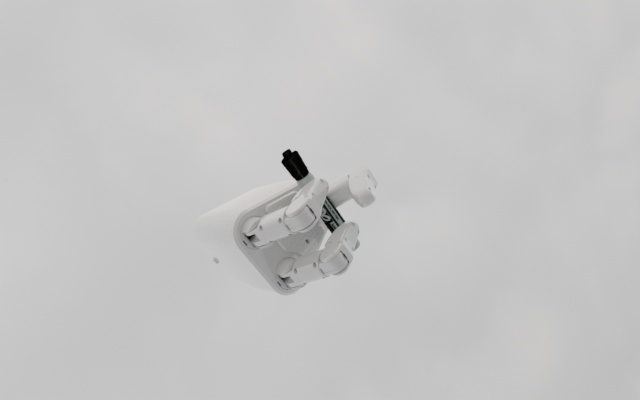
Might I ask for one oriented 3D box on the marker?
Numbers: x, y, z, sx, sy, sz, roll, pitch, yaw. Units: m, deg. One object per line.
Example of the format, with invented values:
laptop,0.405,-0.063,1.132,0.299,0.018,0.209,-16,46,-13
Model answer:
marker,0.000,0.001,0.458,0.020,0.121,0.020,-29,23,14
